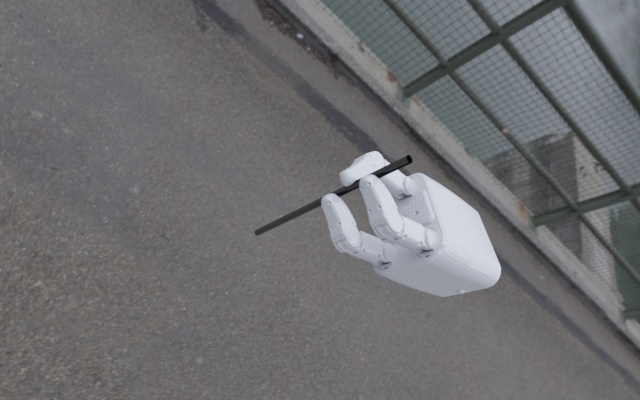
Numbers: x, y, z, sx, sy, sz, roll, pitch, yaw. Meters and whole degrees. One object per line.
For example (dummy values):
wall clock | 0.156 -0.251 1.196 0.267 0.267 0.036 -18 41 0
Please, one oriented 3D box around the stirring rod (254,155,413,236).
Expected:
stirring rod | 0.000 0.002 0.500 0.011 0.011 0.239 0 -18 -43
